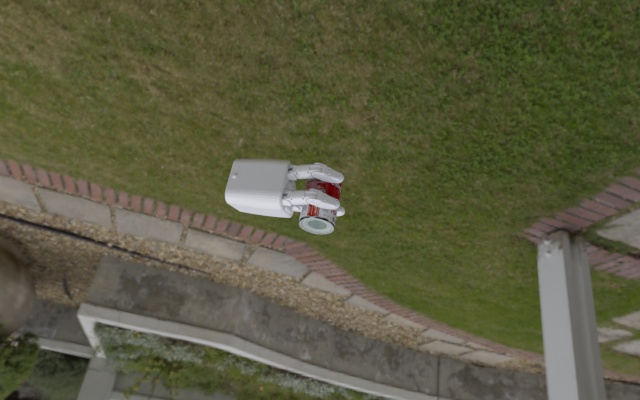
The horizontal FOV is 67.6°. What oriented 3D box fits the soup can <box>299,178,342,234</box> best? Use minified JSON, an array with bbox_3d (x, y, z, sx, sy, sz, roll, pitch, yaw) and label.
[{"bbox_3d":[0.001,0.003,0.883,0.068,0.102,0.068,8,-29,4],"label":"soup can"}]
